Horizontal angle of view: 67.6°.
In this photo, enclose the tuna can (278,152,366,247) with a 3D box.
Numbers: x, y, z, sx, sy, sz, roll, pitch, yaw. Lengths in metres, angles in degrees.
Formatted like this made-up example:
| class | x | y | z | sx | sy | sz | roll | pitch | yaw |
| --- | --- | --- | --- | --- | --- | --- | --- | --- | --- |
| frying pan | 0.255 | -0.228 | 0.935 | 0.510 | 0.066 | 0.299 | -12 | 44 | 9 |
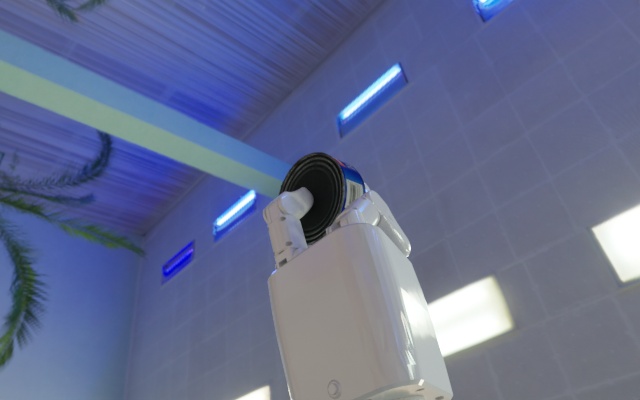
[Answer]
| class | x | y | z | sx | sy | sz | roll | pitch | yaw |
| --- | --- | --- | --- | --- | --- | --- | --- | --- | --- |
| tuna can | 0.000 | 0.002 | 0.438 | 0.034 | 0.086 | 0.086 | 18 | -12 | -43 |
